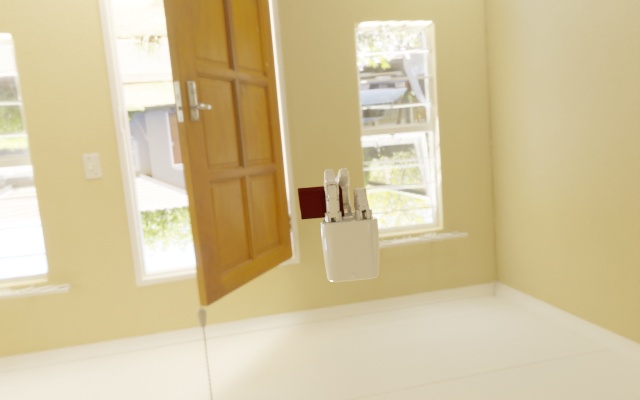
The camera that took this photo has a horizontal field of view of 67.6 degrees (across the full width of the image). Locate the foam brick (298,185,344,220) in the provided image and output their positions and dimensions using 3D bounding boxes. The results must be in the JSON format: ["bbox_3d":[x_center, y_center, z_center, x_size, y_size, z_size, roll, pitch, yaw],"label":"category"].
[{"bbox_3d":[0.000,0.003,0.853,0.078,0.051,0.053,-5,9,-3],"label":"foam brick"}]
